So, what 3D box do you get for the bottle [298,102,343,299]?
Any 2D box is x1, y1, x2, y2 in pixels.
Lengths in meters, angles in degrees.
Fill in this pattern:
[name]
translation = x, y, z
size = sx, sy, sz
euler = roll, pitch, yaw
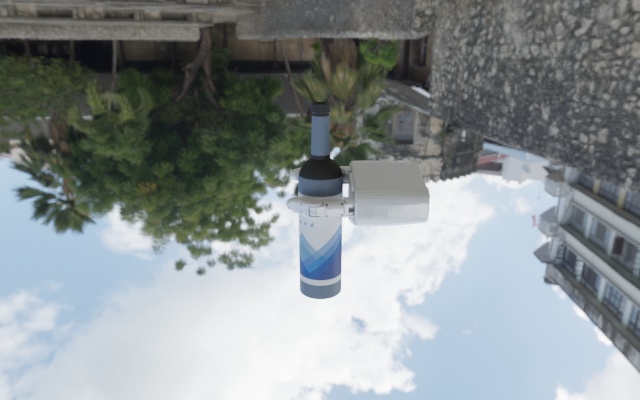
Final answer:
[bottle]
translation = 0.000, 0.003, 0.718
size = 0.069, 0.296, 0.069
euler = 0, 19, 0
